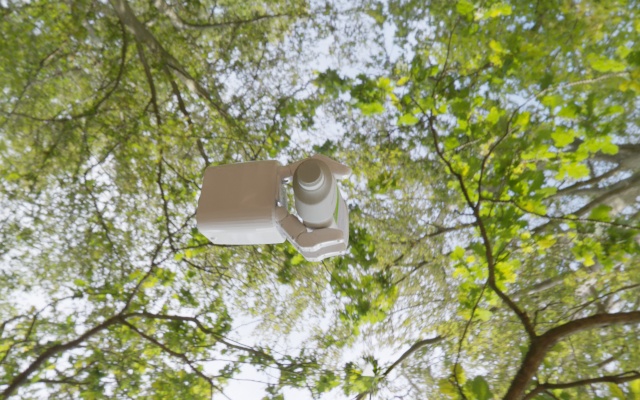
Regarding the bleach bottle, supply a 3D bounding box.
[{"bbox_3d":[0.000,0.002,0.668,0.068,0.102,0.251,-3,-20,5],"label":"bleach bottle"}]
